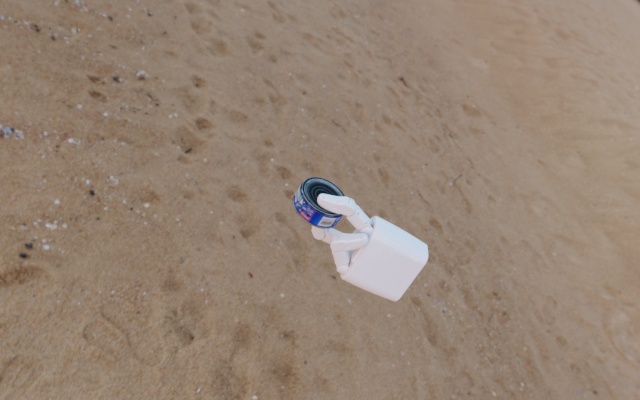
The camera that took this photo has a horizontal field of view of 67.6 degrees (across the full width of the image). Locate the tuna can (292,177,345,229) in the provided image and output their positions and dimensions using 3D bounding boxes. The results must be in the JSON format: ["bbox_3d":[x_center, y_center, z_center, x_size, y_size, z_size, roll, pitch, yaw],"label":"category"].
[{"bbox_3d":[0.000,0.002,0.776,0.086,0.086,0.034,0,-41,-35],"label":"tuna can"}]
